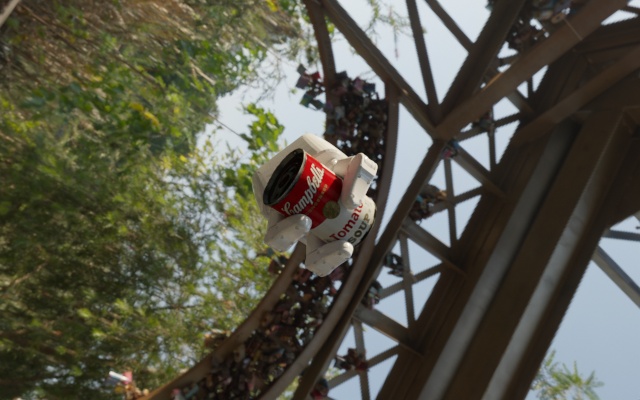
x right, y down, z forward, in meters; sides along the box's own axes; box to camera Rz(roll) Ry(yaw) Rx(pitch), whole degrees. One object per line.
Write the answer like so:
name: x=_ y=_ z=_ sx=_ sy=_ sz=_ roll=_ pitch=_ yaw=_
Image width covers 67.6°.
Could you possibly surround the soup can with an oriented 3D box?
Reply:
soup can: x=0.001 y=0.002 z=0.500 sx=0.102 sy=0.068 sz=0.068 roll=34 pitch=-16 yaw=-24
